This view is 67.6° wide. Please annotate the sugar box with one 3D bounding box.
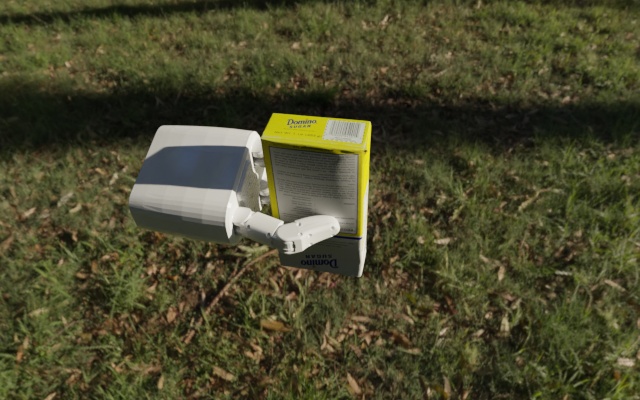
[{"bbox_3d":[0.000,0.001,0.472,0.093,0.048,0.176,7,-42,10],"label":"sugar box"}]
